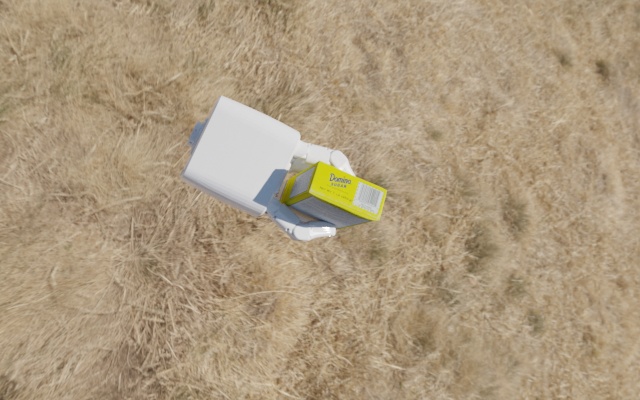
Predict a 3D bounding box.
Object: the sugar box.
[{"bbox_3d":[0.000,0.001,0.612,0.093,0.048,0.176,23,-14,-18],"label":"sugar box"}]
